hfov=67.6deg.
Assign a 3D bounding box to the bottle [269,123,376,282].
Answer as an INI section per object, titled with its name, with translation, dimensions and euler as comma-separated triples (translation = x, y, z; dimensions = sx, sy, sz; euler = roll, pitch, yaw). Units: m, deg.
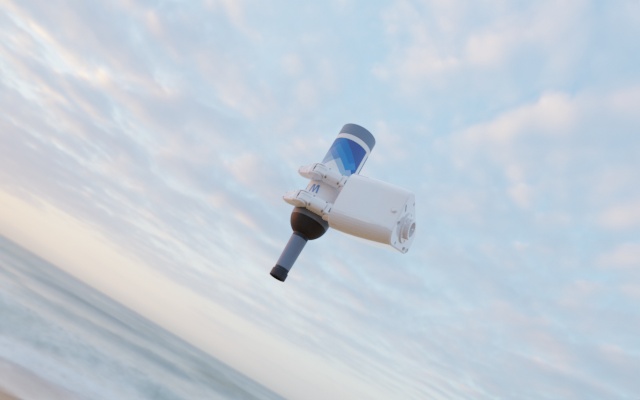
[bottle]
translation = 0.000, 0.002, 0.799
dimensions = 0.069, 0.295, 0.069
euler = 26, -22, 11
